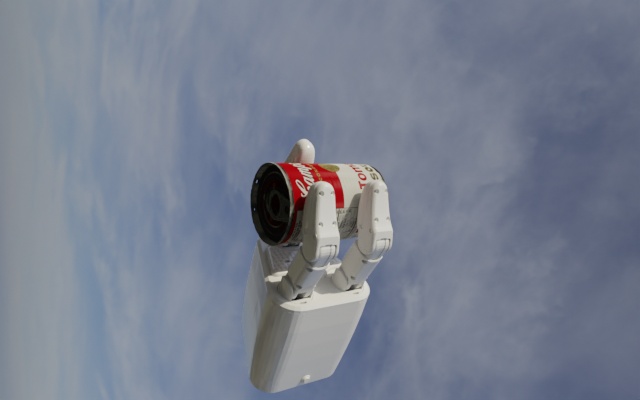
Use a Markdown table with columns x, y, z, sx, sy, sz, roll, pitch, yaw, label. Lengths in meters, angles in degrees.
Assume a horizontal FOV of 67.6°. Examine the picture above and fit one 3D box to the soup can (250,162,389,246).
| x | y | z | sx | sy | sz | roll | pitch | yaw | label |
| --- | --- | --- | --- | --- | --- | --- | --- | --- | --- |
| 0.000 | 0.001 | 0.415 | 0.102 | 0.068 | 0.068 | -2 | 1 | -34 | soup can |
